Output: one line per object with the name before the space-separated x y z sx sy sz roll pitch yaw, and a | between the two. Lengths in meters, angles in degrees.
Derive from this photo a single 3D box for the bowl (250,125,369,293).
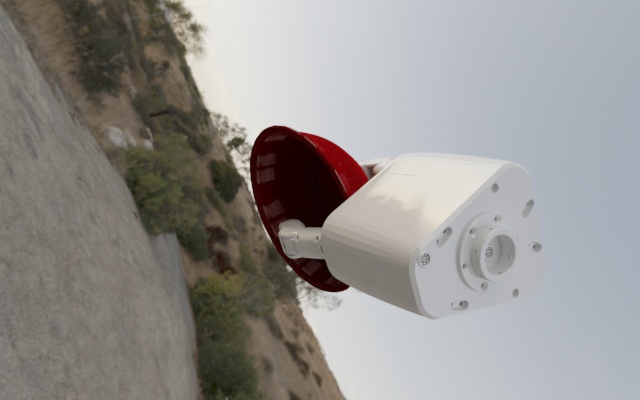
bowl | 0.000 0.001 0.446 0.055 0.162 0.162 -26 14 -32
